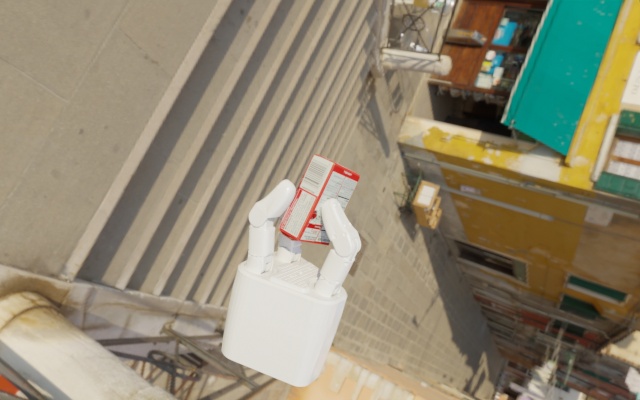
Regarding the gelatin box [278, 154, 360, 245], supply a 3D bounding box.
[{"bbox_3d":[0.001,0.002,0.506,0.030,0.089,0.073,28,5,27],"label":"gelatin box"}]
